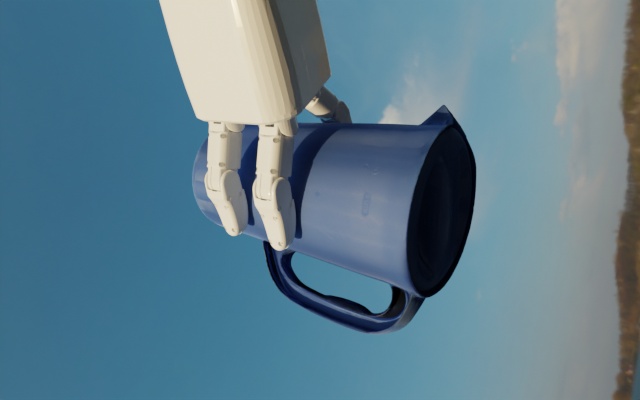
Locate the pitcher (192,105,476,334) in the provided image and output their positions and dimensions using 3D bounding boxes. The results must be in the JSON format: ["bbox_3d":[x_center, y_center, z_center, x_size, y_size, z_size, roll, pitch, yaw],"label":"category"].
[{"bbox_3d":[0.000,0.001,0.424,0.243,0.145,0.149,10,39,35],"label":"pitcher"}]
